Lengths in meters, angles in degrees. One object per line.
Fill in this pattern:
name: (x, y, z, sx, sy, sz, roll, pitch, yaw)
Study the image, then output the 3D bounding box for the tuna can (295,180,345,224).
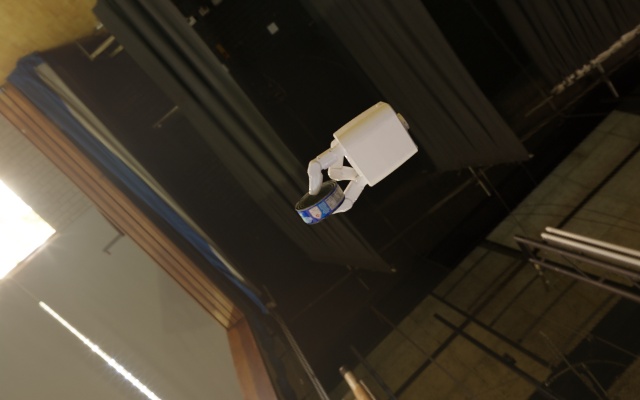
tuna can: (0.000, 0.003, 0.830, 0.086, 0.034, 0.086, -32, 17, 11)
